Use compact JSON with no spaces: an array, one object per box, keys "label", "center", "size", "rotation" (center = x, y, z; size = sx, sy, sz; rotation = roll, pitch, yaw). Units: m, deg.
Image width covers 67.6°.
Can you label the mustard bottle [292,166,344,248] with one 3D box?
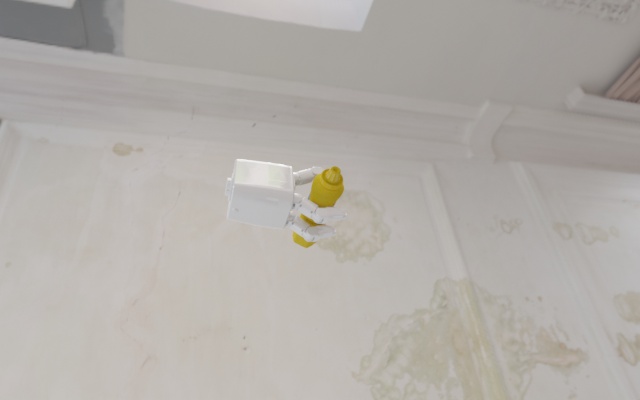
[{"label":"mustard bottle","center":[0.000,0.003,0.892],"size":[0.058,0.096,0.192],"rotation":[28,-40,3]}]
